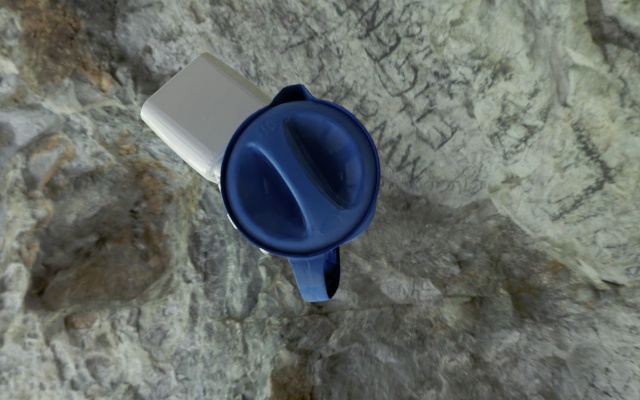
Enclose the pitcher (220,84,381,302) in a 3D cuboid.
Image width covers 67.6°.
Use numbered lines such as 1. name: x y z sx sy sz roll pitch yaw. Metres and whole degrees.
1. pitcher: 0.000 0.001 0.497 0.145 0.149 0.243 37 1 11
